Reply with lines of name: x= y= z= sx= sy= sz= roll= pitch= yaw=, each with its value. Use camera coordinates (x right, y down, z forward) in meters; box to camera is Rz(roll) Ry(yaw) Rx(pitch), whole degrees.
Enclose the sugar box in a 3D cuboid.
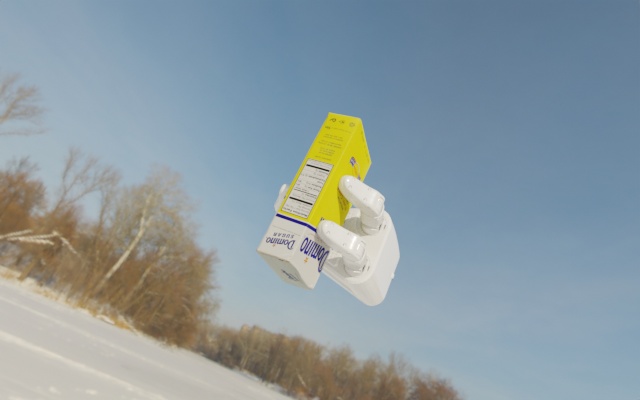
sugar box: x=0.001 y=0.002 z=0.521 sx=0.048 sy=0.176 sz=0.093 roll=15 pitch=-23 yaw=22
